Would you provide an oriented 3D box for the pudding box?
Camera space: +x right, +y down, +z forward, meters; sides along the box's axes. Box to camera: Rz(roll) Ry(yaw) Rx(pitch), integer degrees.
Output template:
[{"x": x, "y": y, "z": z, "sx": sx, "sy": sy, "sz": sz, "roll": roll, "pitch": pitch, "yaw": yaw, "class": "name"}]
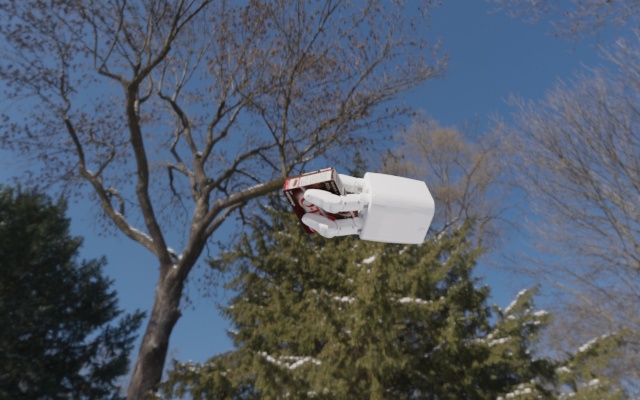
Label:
[{"x": 0.000, "y": 0.002, "z": 0.800, "sx": 0.090, "sy": 0.114, "sz": 0.039, "roll": -12, "pitch": 39, "yaw": 17, "class": "pudding box"}]
